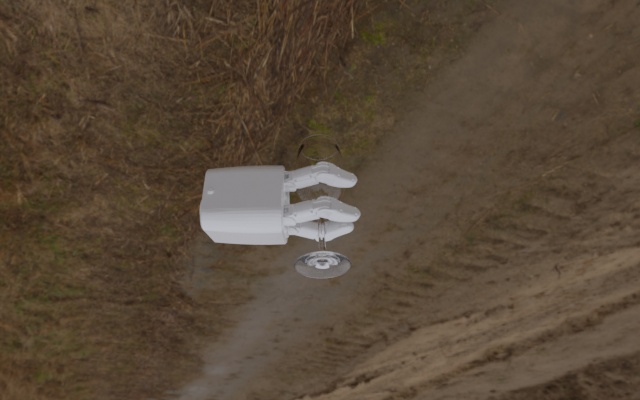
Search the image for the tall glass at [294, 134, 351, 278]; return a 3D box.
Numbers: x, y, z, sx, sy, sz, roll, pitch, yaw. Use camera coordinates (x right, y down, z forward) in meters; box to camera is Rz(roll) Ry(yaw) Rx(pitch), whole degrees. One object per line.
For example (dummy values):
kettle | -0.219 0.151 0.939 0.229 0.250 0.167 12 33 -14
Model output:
tall glass | 0.000 0.003 0.671 0.079 0.201 0.079 -1 -34 -1
